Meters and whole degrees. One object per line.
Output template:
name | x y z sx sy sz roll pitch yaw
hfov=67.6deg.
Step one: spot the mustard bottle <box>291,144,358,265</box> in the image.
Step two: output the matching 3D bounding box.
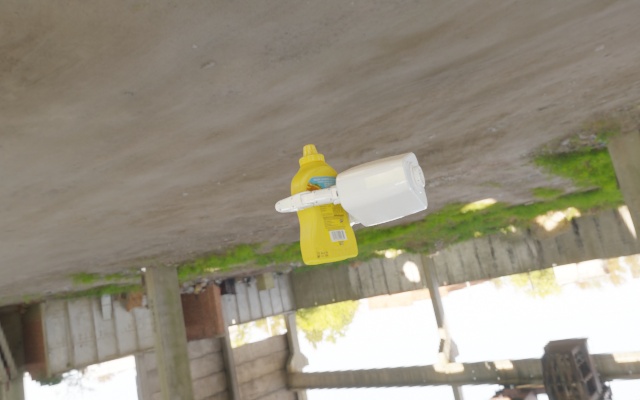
mustard bottle | 0.000 0.003 0.765 0.096 0.191 0.058 -3 -13 -40
